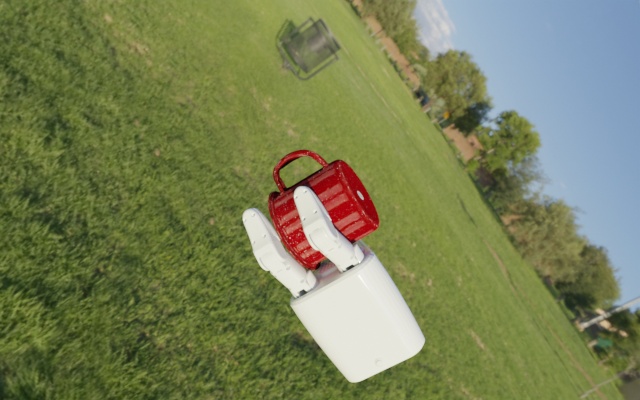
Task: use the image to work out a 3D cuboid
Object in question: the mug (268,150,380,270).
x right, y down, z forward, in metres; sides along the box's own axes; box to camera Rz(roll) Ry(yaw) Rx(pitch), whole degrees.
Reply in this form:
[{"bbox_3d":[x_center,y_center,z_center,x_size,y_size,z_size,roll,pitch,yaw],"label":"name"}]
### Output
[{"bbox_3d":[-0.001,0.000,0.483,0.081,0.117,0.093,-31,9,15],"label":"mug"}]
